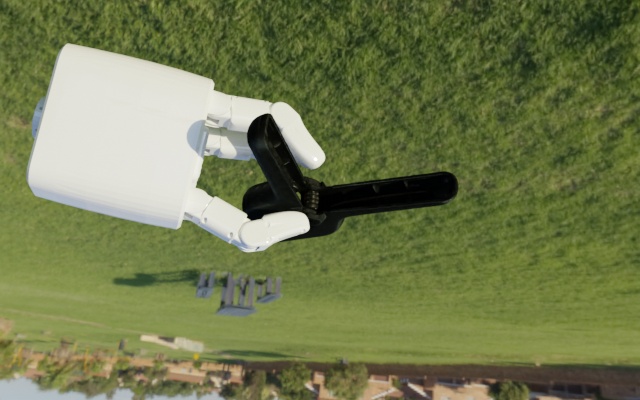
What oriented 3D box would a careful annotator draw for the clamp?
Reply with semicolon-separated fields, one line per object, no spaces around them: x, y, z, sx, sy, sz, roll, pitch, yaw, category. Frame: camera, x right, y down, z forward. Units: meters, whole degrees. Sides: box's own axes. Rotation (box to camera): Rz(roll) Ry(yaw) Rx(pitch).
0.000;0.002;0.409;0.164;0.036;0.210;13;-23;-16;clamp
